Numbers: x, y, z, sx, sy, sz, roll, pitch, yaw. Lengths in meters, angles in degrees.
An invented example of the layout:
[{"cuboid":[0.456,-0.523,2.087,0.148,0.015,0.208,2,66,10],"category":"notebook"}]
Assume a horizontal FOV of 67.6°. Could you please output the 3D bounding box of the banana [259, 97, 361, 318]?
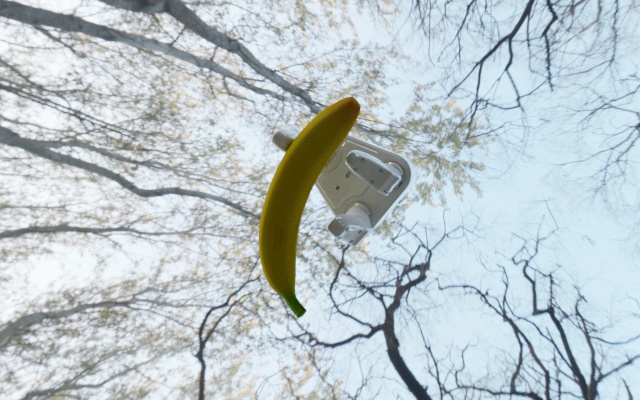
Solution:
[{"cuboid":[-0.018,0.000,0.431,0.069,0.198,0.037,16,7,19],"category":"banana"}]
